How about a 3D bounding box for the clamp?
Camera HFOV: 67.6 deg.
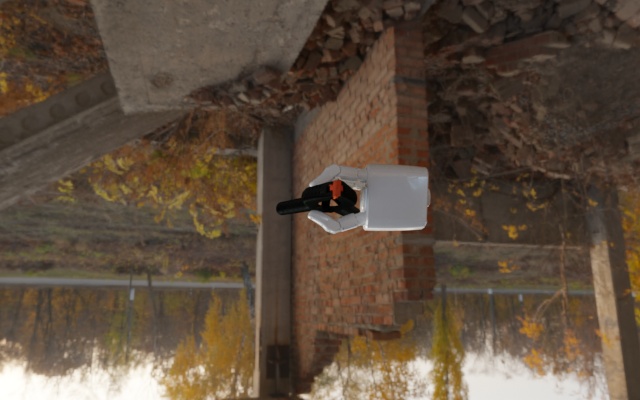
[{"bbox_3d":[0.000,0.003,0.840,0.164,0.036,0.210,2,-13,-2],"label":"clamp"}]
